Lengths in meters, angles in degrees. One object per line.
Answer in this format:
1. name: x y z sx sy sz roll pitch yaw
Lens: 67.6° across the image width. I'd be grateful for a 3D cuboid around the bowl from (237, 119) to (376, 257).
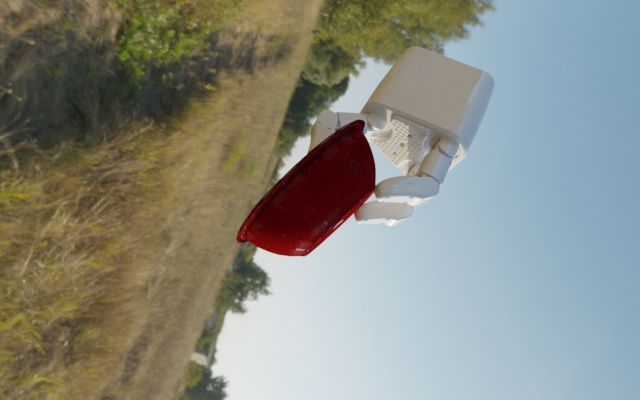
1. bowl: -0.001 0.003 0.444 0.162 0.055 0.162 -43 -6 -6
